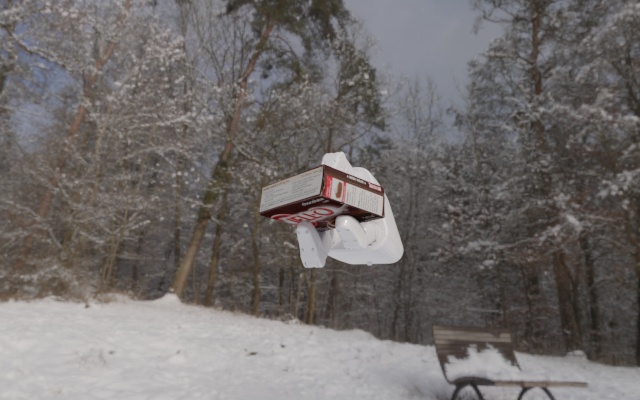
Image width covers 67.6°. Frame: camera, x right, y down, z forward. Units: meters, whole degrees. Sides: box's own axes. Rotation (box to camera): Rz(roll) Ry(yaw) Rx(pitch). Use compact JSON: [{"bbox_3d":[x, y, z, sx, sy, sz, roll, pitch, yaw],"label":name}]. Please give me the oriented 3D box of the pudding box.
[{"bbox_3d":[0.000,0.002,0.521,0.090,0.039,0.113,17,-24,-36],"label":"pudding box"}]
